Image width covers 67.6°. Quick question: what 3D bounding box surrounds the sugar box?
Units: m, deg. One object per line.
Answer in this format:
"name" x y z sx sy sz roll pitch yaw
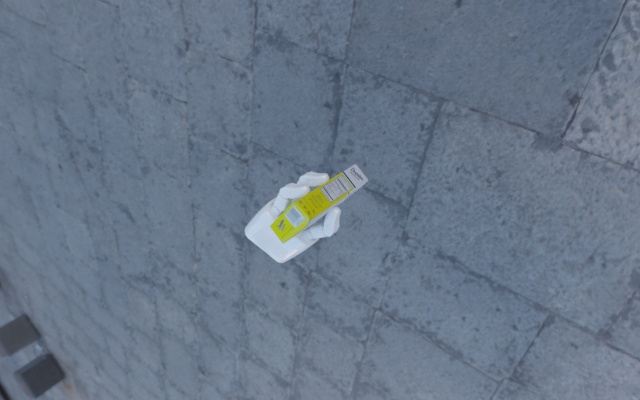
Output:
"sugar box" 0.000 0.002 0.839 0.176 0.048 0.093 -37 -3 -44
